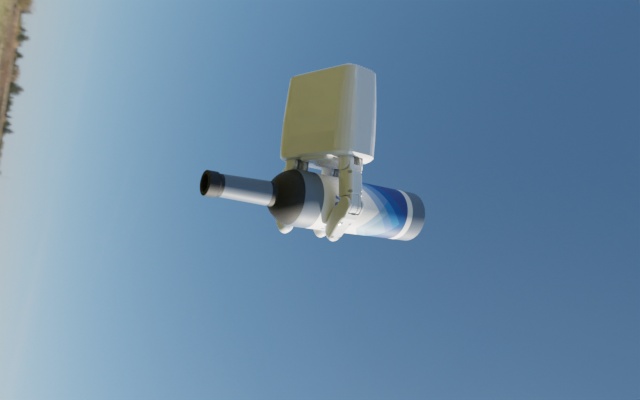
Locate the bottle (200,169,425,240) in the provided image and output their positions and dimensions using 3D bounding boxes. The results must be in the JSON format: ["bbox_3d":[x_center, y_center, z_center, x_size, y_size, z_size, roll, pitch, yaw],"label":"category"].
[{"bbox_3d":[0.000,0.002,0.575,0.296,0.069,0.069,10,-6,-34],"label":"bottle"}]
